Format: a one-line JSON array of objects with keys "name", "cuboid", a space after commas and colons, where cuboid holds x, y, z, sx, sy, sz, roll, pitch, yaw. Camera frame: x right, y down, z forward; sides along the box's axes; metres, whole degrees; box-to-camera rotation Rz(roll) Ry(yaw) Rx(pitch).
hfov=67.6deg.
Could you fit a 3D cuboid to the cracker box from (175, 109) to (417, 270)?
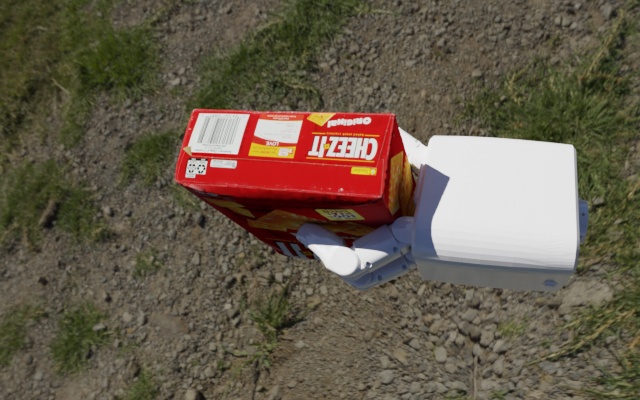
[{"name": "cracker box", "cuboid": [0.000, 0.001, 0.429, 0.164, 0.072, 0.214, 5, -19, 20]}]
